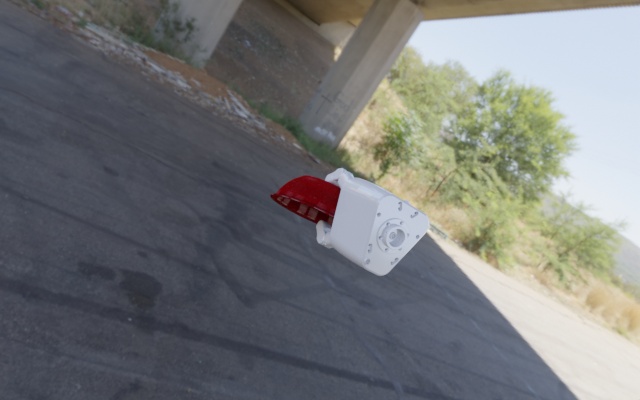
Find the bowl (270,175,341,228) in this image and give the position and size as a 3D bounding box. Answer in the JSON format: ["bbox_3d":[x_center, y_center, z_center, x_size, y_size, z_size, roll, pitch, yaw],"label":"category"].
[{"bbox_3d":[-0.001,0.002,0.796,0.162,0.055,0.162,23,-10,4],"label":"bowl"}]
